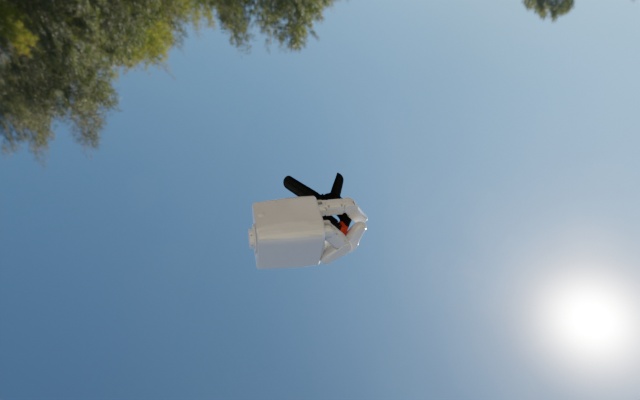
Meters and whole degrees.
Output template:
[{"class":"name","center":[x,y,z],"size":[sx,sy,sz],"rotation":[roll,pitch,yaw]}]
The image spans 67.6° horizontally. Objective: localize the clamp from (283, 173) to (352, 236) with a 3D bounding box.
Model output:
[{"class":"clamp","center":[0.000,0.003,0.864],"size":[0.120,0.039,0.171],"rotation":[-4,37,-12]}]
